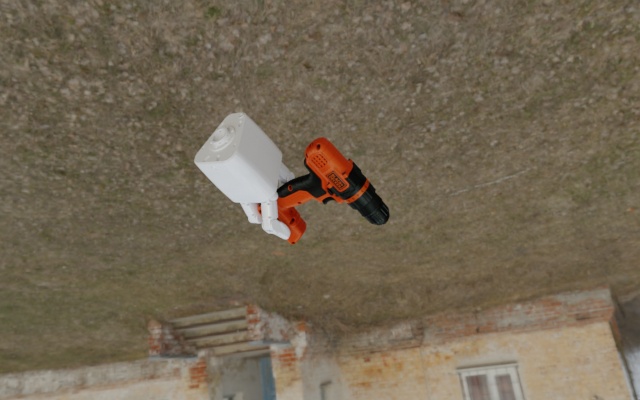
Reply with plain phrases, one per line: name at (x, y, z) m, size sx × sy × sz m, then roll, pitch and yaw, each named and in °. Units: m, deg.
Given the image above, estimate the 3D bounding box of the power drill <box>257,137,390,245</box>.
power drill at (0.000, 0.003, 0.811) m, size 0.188 × 0.184 × 0.057 m, roll -33°, pitch 20°, yaw 31°
